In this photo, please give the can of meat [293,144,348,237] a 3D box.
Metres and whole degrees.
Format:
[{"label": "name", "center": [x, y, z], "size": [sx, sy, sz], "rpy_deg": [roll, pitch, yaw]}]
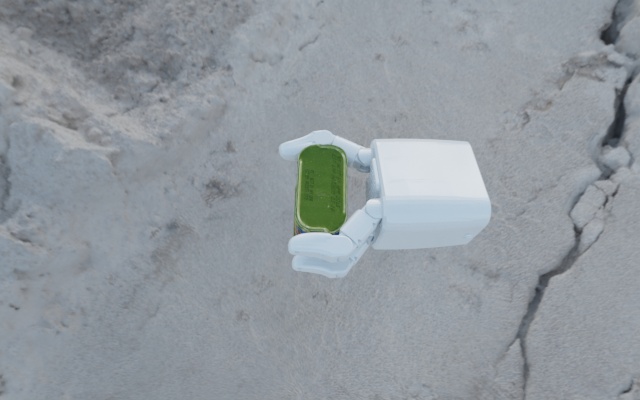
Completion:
[{"label": "can of meat", "center": [0.000, 0.001, 0.508], "size": [0.057, 0.102, 0.084], "rpy_deg": [2, -22, -2]}]
